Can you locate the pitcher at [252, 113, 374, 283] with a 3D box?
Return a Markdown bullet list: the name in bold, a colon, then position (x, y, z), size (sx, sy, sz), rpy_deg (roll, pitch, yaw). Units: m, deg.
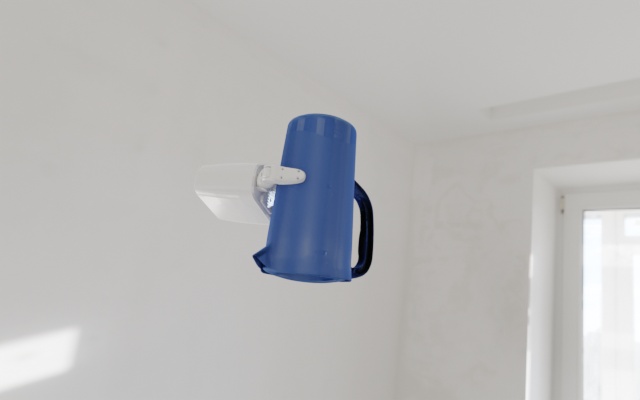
- **pitcher**: position (0.000, 0.002, 0.720), size (0.145, 0.242, 0.149), rpy_deg (2, -13, 20)
